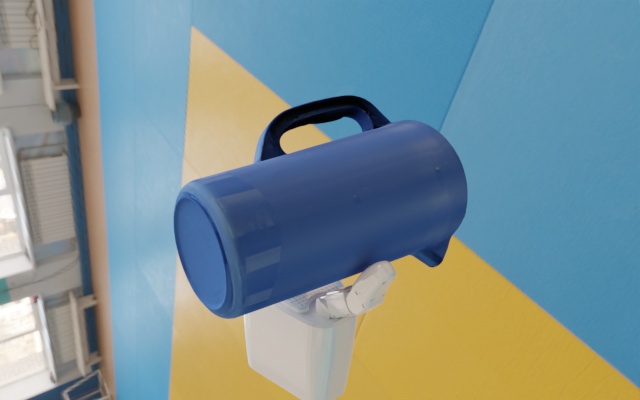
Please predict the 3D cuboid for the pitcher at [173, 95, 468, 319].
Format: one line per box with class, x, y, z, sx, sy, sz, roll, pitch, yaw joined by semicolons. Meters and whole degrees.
pitcher;0.000;0.002;0.423;0.243;0.145;0.149;-16;35;-35
